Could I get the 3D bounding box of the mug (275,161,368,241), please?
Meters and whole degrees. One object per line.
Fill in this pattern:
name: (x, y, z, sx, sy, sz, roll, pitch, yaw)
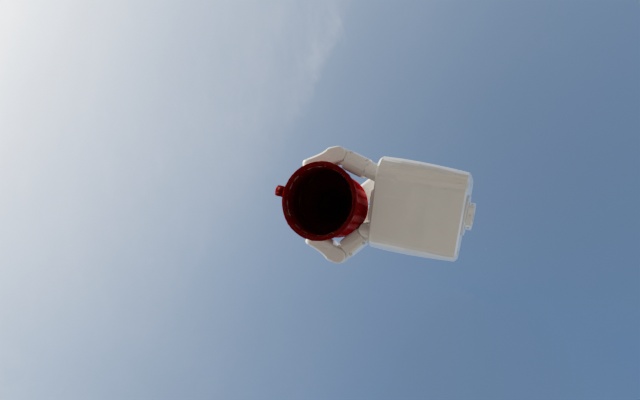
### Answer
mug: (-0.001, 0.002, 0.591, 0.117, 0.093, 0.081, 12, -2, 21)
